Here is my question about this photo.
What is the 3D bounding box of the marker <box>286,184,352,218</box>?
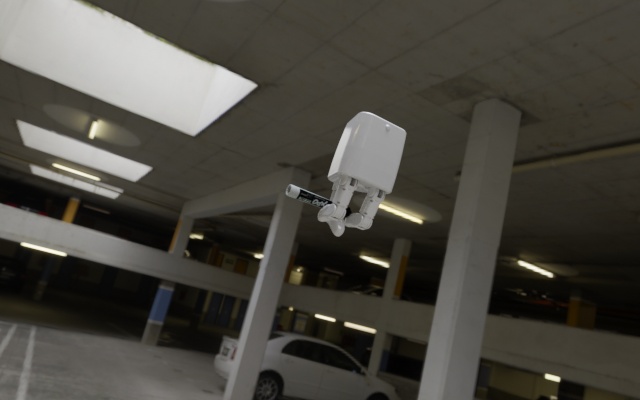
[{"bbox_3d":[0.000,0.003,0.774,0.121,0.020,0.020,21,-10,-27],"label":"marker"}]
